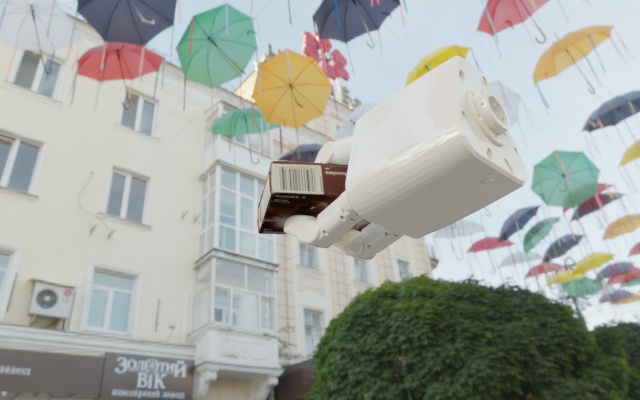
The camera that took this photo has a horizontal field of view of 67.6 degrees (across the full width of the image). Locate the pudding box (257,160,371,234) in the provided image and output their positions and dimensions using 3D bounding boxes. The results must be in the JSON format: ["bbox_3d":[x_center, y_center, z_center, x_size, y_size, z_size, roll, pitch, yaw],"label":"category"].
[{"bbox_3d":[0.000,0.001,0.464,0.113,0.039,0.090,4,-29,-13],"label":"pudding box"}]
